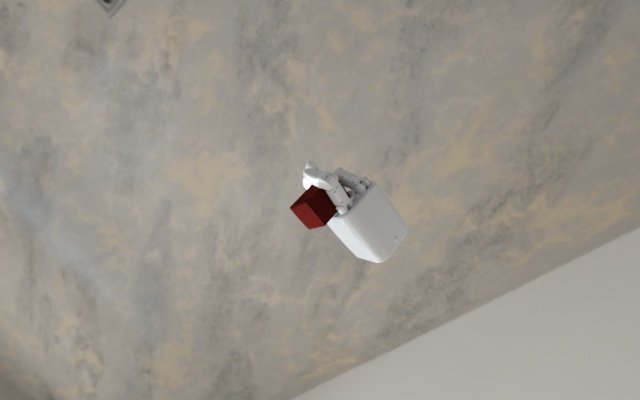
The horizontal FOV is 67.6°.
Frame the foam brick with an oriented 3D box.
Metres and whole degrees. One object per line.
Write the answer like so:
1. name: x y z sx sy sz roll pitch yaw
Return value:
1. foam brick: 0.000 0.003 0.786 0.078 0.051 0.053 -47 18 -31
